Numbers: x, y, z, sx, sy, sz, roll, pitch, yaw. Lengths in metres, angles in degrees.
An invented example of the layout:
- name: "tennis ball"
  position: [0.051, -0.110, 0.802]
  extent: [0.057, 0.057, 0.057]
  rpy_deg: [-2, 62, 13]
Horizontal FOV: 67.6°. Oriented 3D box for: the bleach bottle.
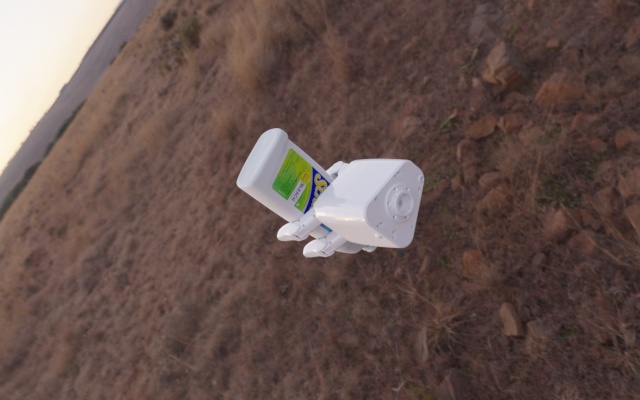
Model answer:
- name: "bleach bottle"
  position: [0.000, 0.002, 0.728]
  extent: [0.251, 0.102, 0.068]
  rpy_deg: [35, -16, -30]
